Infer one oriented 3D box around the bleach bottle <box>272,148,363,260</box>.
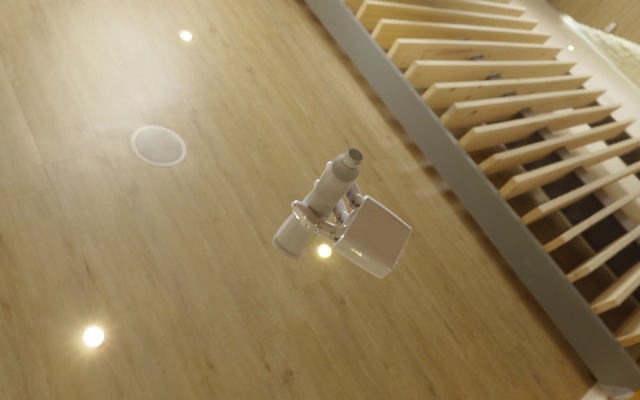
[{"bbox_3d":[0.000,0.003,0.864,0.068,0.251,0.102,35,43,-1],"label":"bleach bottle"}]
